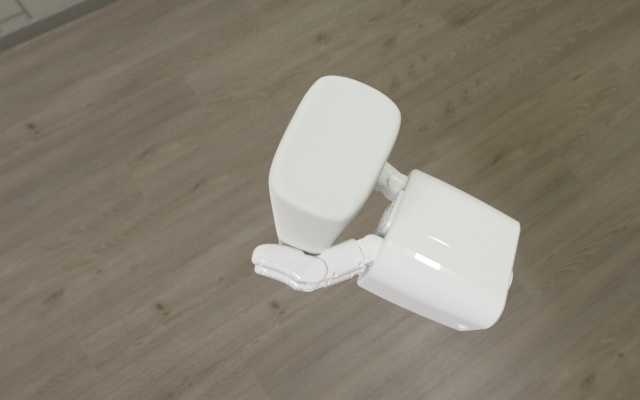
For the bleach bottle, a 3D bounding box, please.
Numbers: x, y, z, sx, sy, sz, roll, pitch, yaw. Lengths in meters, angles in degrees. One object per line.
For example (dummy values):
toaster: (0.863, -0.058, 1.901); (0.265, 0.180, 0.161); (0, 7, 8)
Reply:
bleach bottle: (0.000, 0.001, 0.420); (0.068, 0.102, 0.251); (25, -17, 3)
